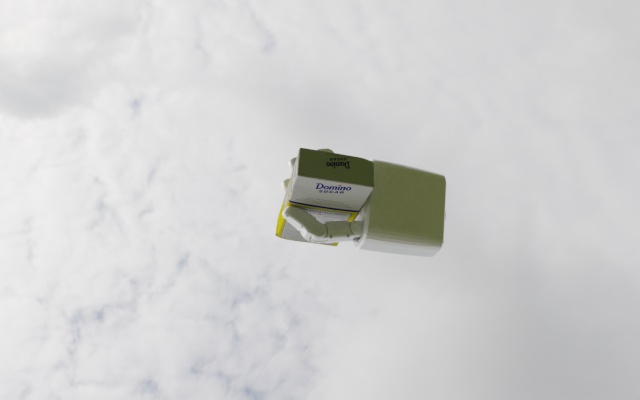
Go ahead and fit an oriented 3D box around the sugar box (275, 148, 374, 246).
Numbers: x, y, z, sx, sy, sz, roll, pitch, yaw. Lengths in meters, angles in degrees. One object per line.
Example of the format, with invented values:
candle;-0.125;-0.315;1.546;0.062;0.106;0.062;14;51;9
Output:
sugar box;0.000;0.002;0.621;0.093;0.048;0.176;9;-32;-10
